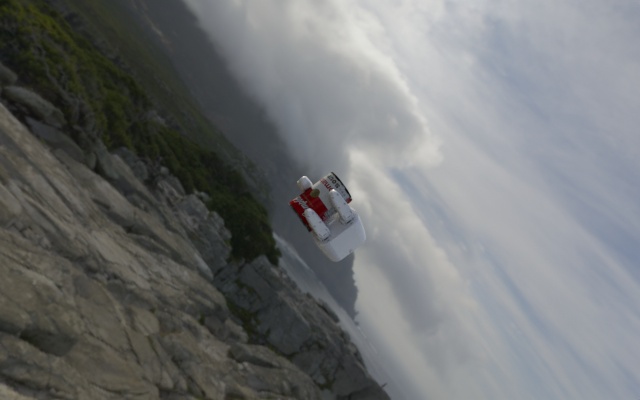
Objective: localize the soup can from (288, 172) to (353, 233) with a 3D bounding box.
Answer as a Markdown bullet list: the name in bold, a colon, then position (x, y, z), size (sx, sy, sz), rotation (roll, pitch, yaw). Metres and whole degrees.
- **soup can**: position (0.000, 0.002, 0.887), size (0.102, 0.068, 0.068), rotation (-36, 2, -3)
